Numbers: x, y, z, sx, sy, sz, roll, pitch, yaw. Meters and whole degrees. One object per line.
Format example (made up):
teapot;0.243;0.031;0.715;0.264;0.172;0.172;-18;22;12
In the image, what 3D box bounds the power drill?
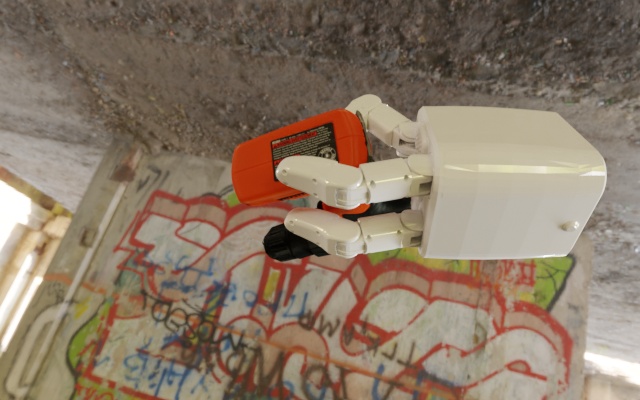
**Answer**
power drill;0.000;0.001;0.428;0.184;0.057;0.188;-18;-24;16
